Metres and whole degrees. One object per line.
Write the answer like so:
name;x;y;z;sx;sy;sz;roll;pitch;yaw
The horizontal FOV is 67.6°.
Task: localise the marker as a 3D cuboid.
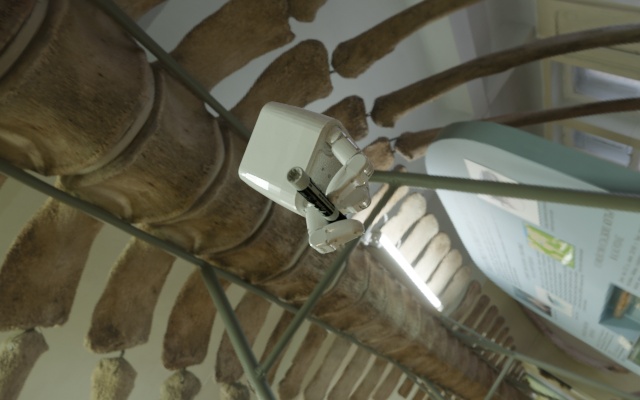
marker;0.000;0.002;0.495;0.020;0.020;0.121;0;-25;27
